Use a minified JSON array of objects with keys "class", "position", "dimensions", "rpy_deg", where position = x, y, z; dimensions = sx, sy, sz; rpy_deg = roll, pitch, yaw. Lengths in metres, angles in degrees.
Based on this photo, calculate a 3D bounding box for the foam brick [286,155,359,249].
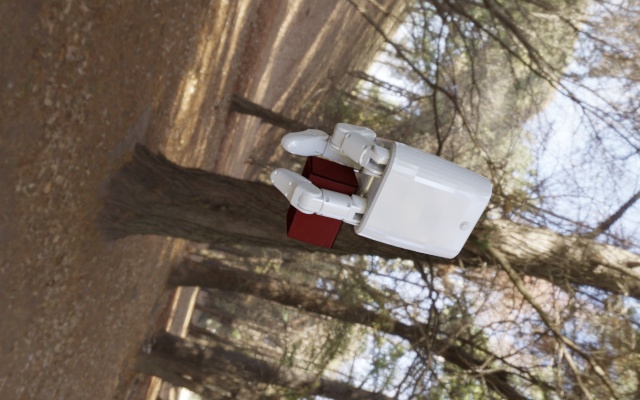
[{"class":"foam brick","position":[0.000,0.002,0.502],"dimensions":[0.051,0.078,0.053],"rpy_deg":[17,25,-12]}]
